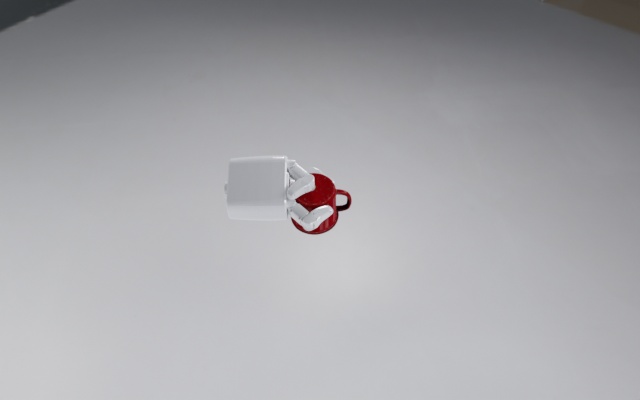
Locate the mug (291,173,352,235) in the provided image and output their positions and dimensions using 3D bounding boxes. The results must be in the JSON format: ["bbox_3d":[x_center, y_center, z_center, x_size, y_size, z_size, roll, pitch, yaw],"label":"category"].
[{"bbox_3d":[0.002,0.003,0.892,0.117,0.093,0.082,-2,-39,-1],"label":"mug"}]
